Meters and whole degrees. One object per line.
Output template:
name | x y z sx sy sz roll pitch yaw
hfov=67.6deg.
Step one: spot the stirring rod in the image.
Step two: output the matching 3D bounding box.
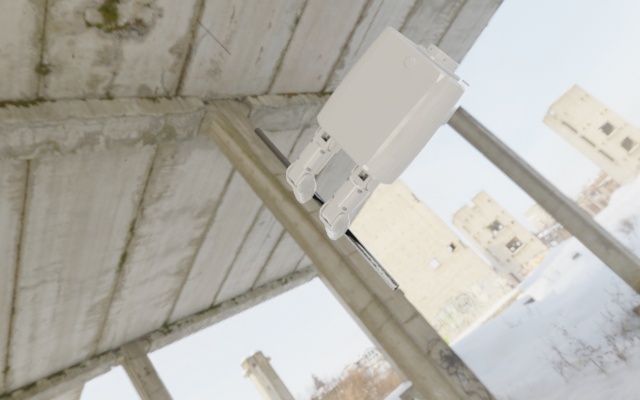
stirring rod | 0.000 0.002 0.509 0.239 0.011 0.011 48 23 22
